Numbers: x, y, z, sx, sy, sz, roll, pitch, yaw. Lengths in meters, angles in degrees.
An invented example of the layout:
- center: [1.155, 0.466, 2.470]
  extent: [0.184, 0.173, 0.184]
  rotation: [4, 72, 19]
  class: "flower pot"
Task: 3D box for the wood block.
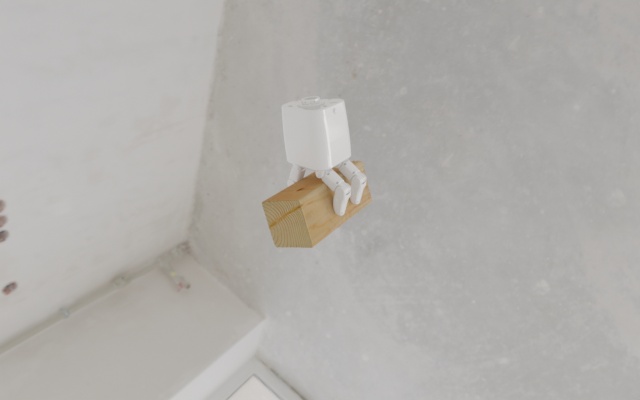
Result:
- center: [0.000, 0.003, 0.890]
  extent: [0.091, 0.090, 0.206]
  rotation: [-3, 20, 39]
  class: "wood block"
